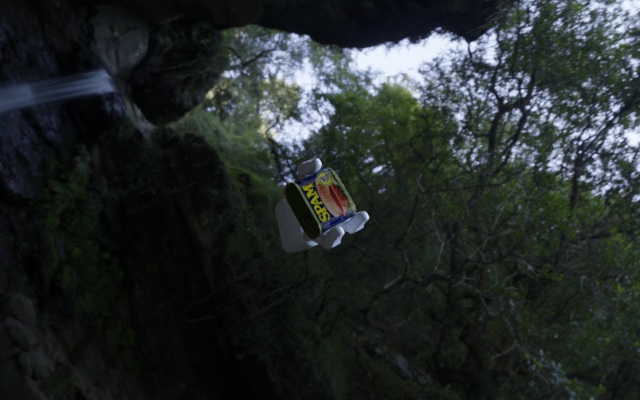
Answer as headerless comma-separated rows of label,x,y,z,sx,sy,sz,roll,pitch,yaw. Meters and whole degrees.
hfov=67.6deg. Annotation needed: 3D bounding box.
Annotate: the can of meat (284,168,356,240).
can of meat,0.000,0.002,0.818,0.084,0.102,0.057,-26,-6,-30
